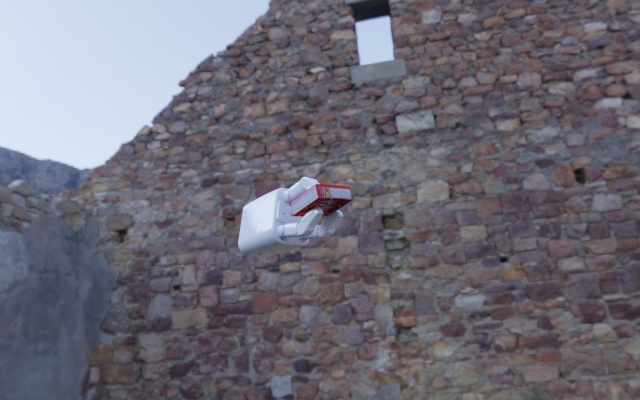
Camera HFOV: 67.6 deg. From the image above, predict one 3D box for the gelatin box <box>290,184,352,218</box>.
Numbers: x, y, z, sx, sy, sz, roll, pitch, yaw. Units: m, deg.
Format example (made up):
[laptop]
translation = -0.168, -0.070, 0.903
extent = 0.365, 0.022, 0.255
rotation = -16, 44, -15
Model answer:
[gelatin box]
translation = 0.000, 0.002, 0.834
extent = 0.073, 0.030, 0.089
rotation = 4, -25, -36
